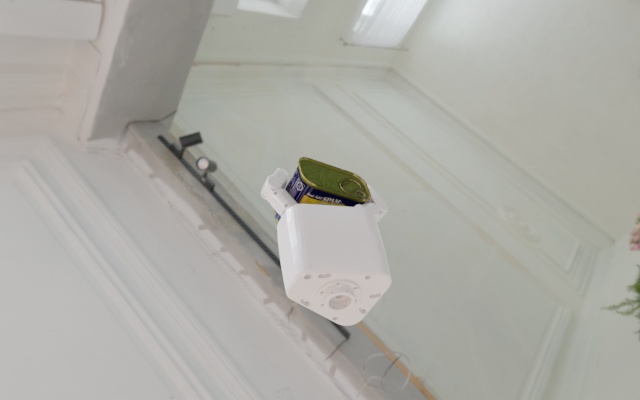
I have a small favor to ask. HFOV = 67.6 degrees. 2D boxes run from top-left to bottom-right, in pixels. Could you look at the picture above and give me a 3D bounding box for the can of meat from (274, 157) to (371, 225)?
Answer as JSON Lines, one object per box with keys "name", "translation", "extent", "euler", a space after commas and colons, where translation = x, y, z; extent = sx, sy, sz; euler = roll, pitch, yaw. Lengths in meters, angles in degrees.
{"name": "can of meat", "translation": [0.000, 0.002, 0.623], "extent": [0.102, 0.084, 0.057], "euler": [16, 34, -25]}
